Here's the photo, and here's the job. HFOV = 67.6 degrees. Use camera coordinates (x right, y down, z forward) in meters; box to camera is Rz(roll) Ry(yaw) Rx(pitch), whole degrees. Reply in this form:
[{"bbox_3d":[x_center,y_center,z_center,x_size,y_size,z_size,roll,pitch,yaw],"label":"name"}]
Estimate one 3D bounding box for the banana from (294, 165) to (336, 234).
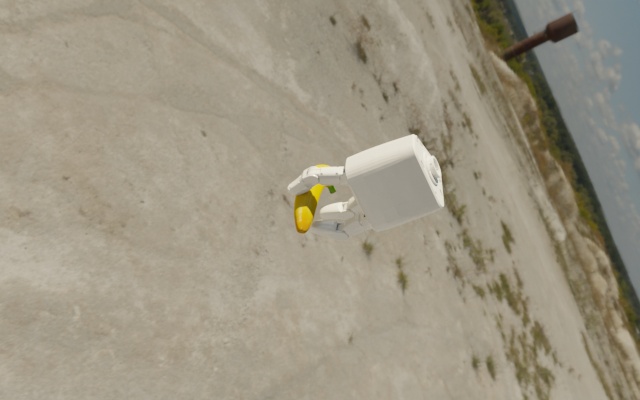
[{"bbox_3d":[-0.006,-0.015,0.771,0.037,0.070,0.197,-17,14,23],"label":"banana"}]
